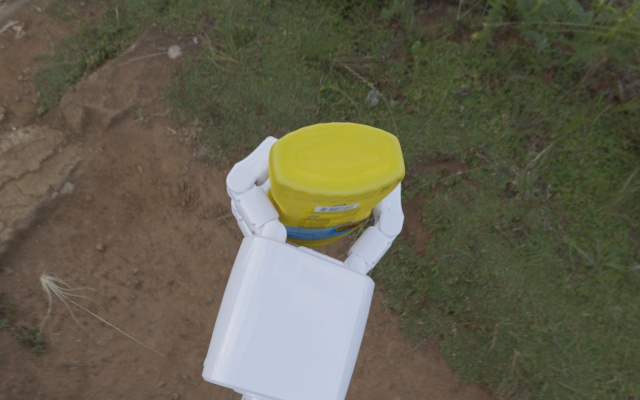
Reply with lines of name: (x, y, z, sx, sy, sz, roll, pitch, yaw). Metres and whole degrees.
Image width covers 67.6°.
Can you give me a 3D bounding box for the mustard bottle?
mustard bottle: (0.000, 0.001, 0.416, 0.096, 0.058, 0.192, -6, -18, -11)
